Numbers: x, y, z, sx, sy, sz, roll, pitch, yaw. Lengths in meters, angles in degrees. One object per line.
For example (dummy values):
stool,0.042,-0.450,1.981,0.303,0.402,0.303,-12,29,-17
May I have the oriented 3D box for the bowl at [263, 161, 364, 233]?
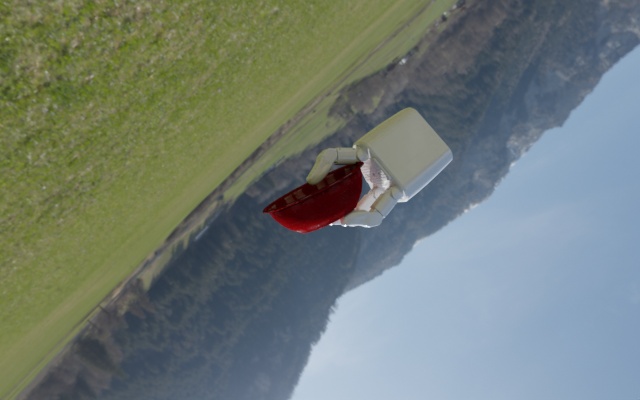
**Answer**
bowl,-0.001,0.003,0.690,0.162,0.055,0.162,-25,8,4
